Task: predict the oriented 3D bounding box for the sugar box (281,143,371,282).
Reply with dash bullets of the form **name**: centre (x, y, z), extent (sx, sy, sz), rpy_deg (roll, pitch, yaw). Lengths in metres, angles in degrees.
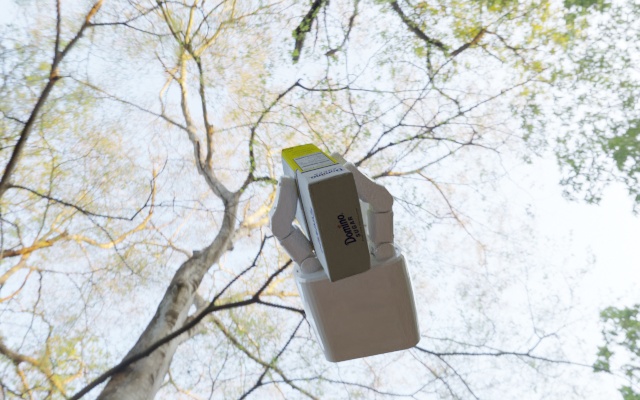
- **sugar box**: centre (0.001, 0.002, 0.478), extent (0.048, 0.093, 0.176), rpy_deg (-16, 18, -10)
